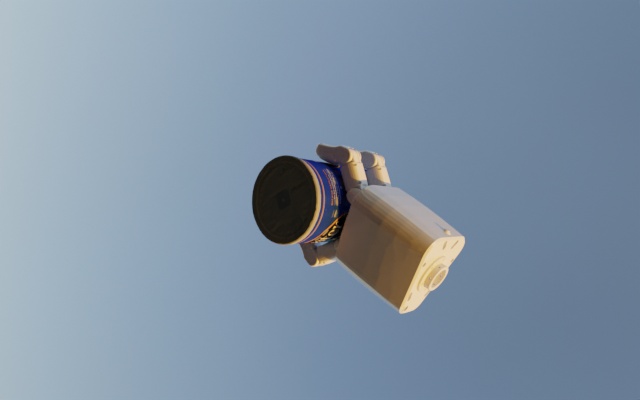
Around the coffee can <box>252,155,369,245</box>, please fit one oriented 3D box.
[{"bbox_3d":[0.000,0.002,0.597,0.103,0.103,0.140,0,-2,39],"label":"coffee can"}]
